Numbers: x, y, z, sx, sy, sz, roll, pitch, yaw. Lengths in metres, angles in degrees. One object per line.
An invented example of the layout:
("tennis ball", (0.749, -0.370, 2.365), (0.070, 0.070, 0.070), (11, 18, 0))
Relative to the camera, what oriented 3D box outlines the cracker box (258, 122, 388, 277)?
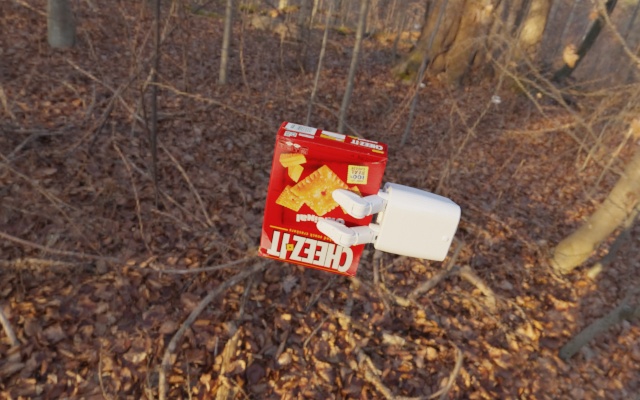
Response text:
("cracker box", (0.000, 0.002, 0.741), (0.164, 0.214, 0.072), (13, 27, 1))
